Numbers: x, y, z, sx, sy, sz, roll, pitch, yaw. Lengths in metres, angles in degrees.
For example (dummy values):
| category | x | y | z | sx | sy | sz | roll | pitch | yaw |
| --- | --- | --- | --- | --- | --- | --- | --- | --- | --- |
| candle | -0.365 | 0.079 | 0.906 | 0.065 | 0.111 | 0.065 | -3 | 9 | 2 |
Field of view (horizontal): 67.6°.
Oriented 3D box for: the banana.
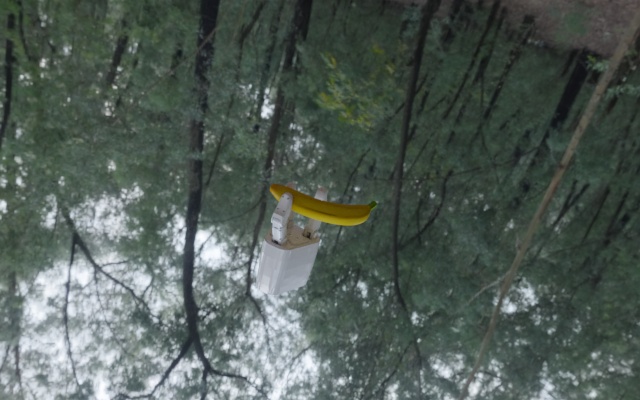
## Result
| category | x | y | z | sx | sy | sz | roll | pitch | yaw |
| --- | --- | --- | --- | --- | --- | --- | --- | --- | --- |
| banana | 0.003 | 0.011 | 0.850 | 0.198 | 0.037 | 0.069 | 12 | 24 | -3 |
